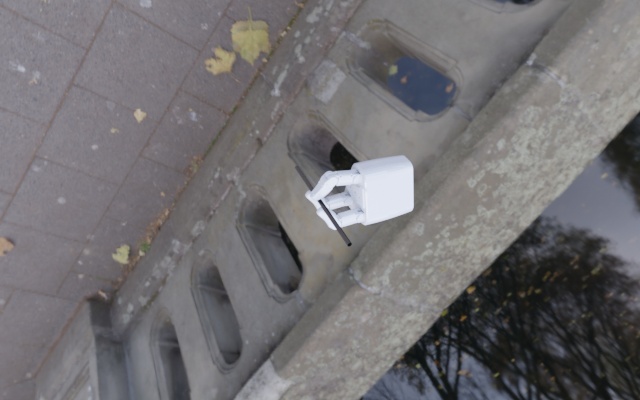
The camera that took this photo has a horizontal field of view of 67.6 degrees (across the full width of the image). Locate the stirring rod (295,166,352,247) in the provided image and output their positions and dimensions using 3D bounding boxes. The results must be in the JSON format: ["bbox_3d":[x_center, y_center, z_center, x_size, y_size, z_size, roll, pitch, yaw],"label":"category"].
[{"bbox_3d":[0.000,0.003,0.859,0.011,0.011,0.239,0,35,-29],"label":"stirring rod"}]
